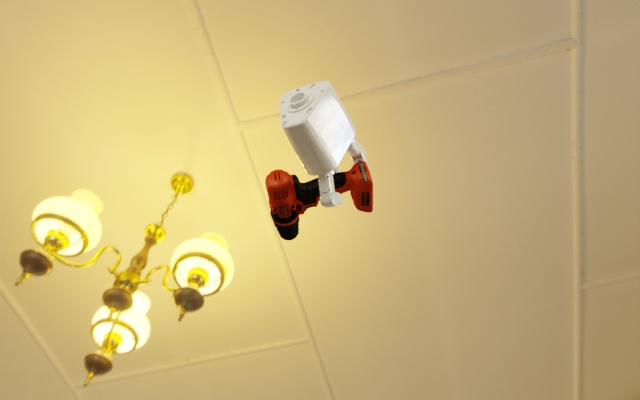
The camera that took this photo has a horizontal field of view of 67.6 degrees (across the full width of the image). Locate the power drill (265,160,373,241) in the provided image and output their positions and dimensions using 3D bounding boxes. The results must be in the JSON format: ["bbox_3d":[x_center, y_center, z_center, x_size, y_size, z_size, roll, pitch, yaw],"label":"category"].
[{"bbox_3d":[0.001,0.003,0.867,0.187,0.057,0.185,-12,-35,-4],"label":"power drill"}]
